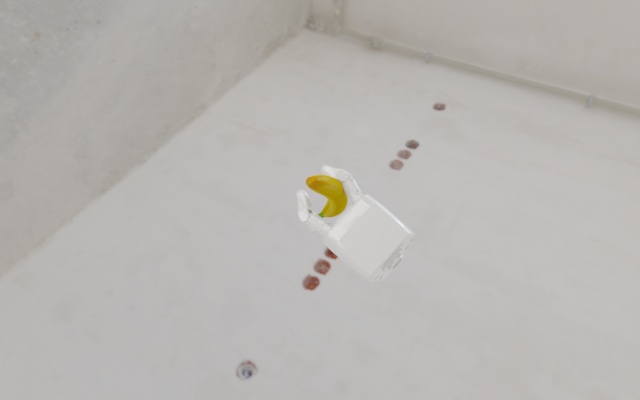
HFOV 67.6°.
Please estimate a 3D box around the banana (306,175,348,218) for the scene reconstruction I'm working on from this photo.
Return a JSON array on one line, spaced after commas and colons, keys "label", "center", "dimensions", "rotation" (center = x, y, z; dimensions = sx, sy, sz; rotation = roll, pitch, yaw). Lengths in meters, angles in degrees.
[{"label": "banana", "center": [0.016, -0.005, 0.862], "dimensions": [0.069, 0.037, 0.198], "rotation": [-29, -22, -8]}]
